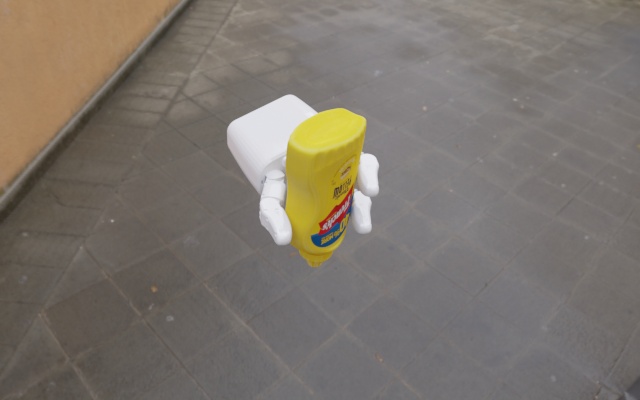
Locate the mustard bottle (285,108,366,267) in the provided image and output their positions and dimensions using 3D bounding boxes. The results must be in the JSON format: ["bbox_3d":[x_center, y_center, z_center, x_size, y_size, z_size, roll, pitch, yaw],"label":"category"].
[{"bbox_3d":[0.000,0.002,0.524,0.058,0.192,0.096,27,44,23],"label":"mustard bottle"}]
